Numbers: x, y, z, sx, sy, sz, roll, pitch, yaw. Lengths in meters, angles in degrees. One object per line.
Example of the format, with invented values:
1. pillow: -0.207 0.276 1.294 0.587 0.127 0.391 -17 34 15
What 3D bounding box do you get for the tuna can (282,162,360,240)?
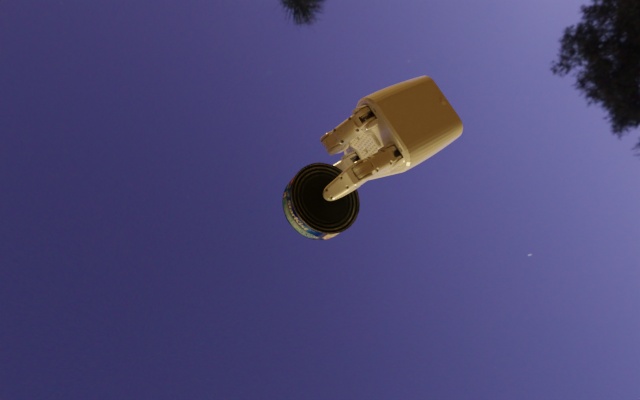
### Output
1. tuna can: 0.000 0.002 0.553 0.086 0.086 0.034 0 -20 -26
